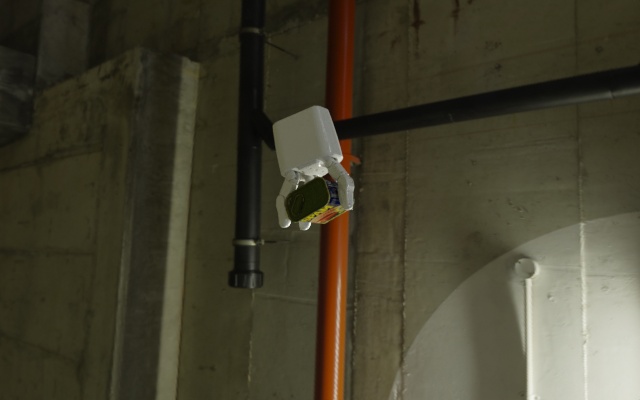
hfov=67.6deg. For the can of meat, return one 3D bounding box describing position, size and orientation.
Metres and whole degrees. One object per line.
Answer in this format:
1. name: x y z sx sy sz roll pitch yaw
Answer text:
1. can of meat: 0.000 0.003 0.879 0.102 0.057 0.084 -31 -24 33
